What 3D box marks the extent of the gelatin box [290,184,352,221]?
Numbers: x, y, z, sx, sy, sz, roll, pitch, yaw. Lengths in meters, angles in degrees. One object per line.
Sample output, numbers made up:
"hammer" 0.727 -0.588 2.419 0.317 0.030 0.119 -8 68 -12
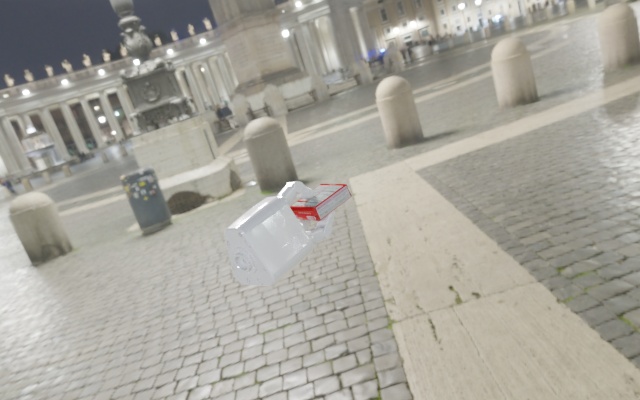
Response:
"gelatin box" 0.000 0.002 0.864 0.089 0.030 0.073 -37 24 -32
